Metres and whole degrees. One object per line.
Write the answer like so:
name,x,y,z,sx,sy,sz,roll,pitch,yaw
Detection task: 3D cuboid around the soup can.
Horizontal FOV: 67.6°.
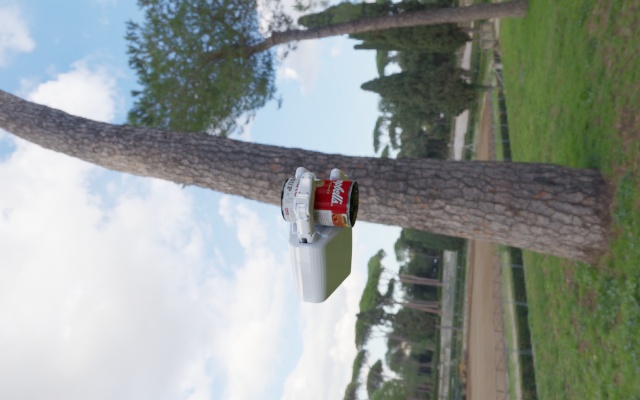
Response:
soup can,0.000,0.002,0.700,0.102,0.068,0.068,4,1,15
